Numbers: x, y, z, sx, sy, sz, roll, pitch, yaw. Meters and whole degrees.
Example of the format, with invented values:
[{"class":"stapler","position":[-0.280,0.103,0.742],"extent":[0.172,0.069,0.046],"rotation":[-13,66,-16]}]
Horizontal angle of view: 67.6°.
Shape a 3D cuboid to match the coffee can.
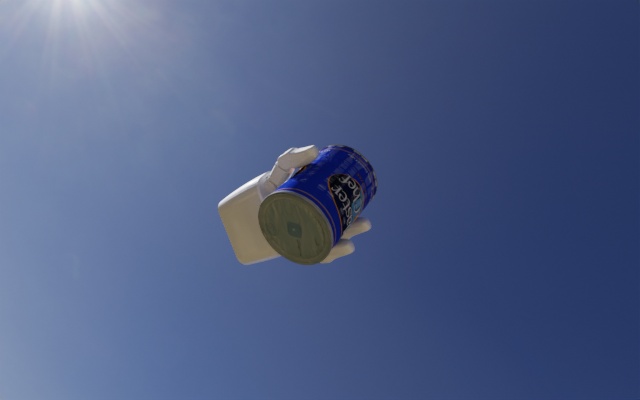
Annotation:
[{"class":"coffee can","position":[0.000,0.002,0.622],"extent":[0.103,0.103,0.140],"rotation":[0,29,33]}]
